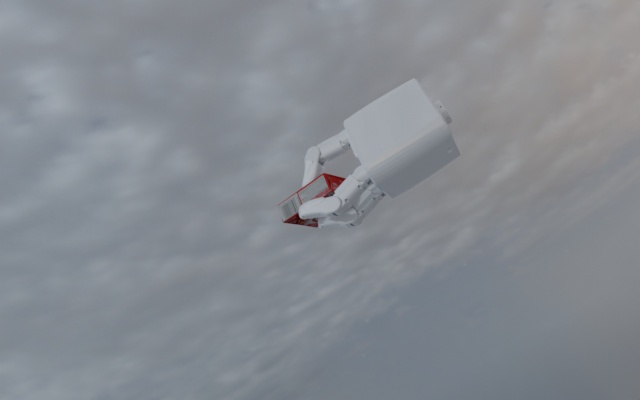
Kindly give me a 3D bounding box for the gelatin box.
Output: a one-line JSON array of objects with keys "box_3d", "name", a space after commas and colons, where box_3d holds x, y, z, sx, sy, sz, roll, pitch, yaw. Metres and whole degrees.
[{"box_3d": [0.000, 0.002, 0.634, 0.089, 0.030, 0.073, -34, -26, 28], "name": "gelatin box"}]
